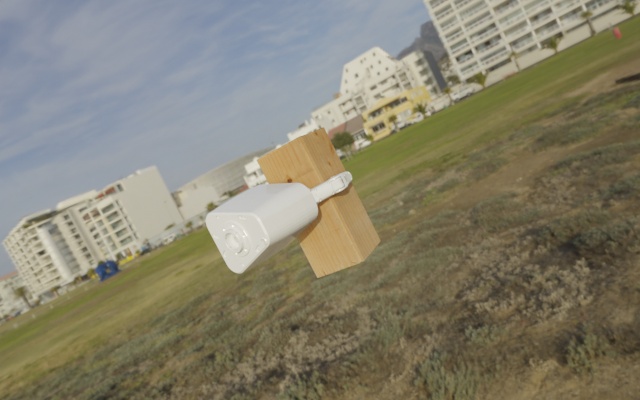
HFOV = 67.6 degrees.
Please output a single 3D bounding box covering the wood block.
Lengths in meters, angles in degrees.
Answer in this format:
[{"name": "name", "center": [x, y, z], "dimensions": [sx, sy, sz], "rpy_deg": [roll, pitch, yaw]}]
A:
[{"name": "wood block", "center": [0.000, 0.002, 0.751], "dimensions": [0.091, 0.206, 0.090], "rpy_deg": [-24, 6, 30]}]
